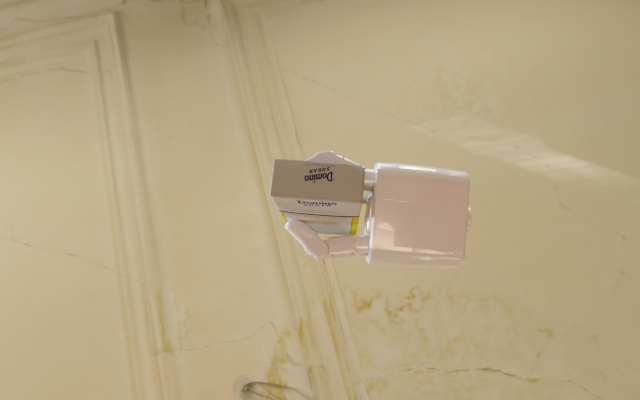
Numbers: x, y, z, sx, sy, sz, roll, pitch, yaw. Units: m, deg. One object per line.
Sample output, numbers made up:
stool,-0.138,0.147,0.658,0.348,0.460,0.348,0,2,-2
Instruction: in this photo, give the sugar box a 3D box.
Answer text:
sugar box,0.000,0.001,0.548,0.093,0.048,0.176,4,-17,2
